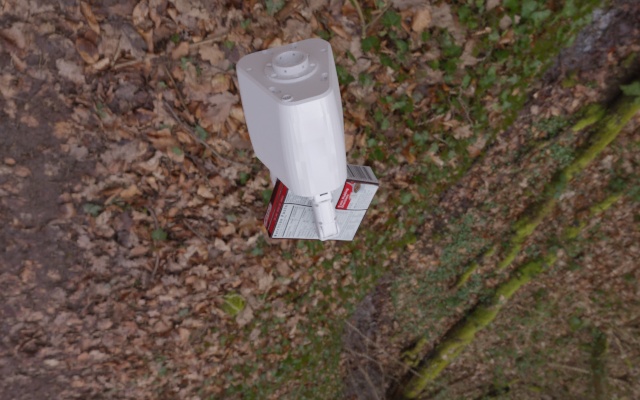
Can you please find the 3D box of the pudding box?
[{"bbox_3d":[0.000,0.002,0.543,0.113,0.090,0.039,5,37,-26],"label":"pudding box"}]
